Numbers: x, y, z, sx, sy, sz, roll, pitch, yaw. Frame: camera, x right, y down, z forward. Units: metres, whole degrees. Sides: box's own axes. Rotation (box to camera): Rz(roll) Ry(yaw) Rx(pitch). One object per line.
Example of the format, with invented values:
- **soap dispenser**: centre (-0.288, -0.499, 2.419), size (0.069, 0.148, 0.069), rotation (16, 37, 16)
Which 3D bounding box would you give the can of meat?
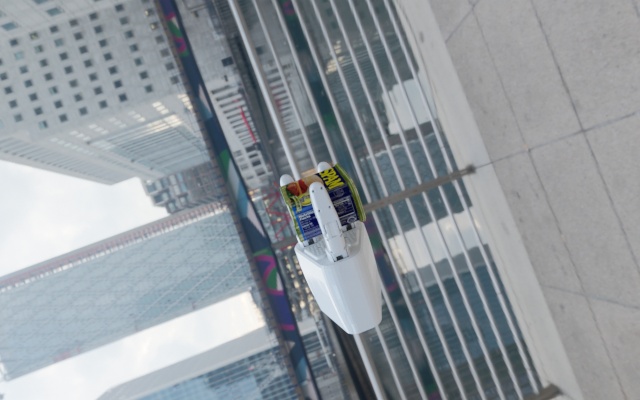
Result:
- **can of meat**: centre (0.000, 0.002, 0.599), size (0.084, 0.057, 0.102), rotation (-21, 24, -3)
